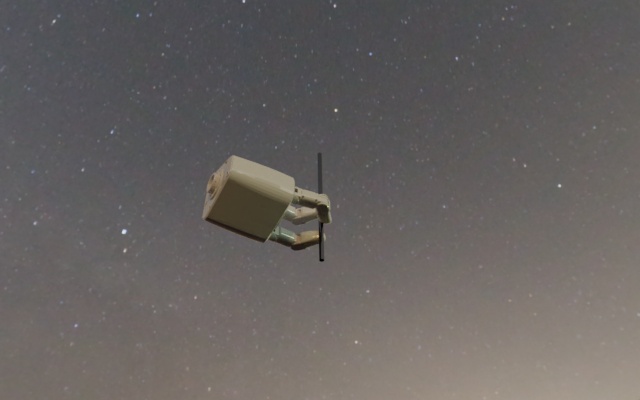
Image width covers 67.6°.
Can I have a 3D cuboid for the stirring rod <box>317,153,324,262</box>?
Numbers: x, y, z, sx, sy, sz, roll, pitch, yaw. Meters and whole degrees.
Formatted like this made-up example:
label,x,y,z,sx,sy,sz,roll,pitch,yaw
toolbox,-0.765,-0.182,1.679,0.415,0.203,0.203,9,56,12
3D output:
label,x,y,z,sx,sy,sz,roll,pitch,yaw
stirring rod,0.000,0.003,0.820,0.011,0.239,0.011,-1,-41,-1
